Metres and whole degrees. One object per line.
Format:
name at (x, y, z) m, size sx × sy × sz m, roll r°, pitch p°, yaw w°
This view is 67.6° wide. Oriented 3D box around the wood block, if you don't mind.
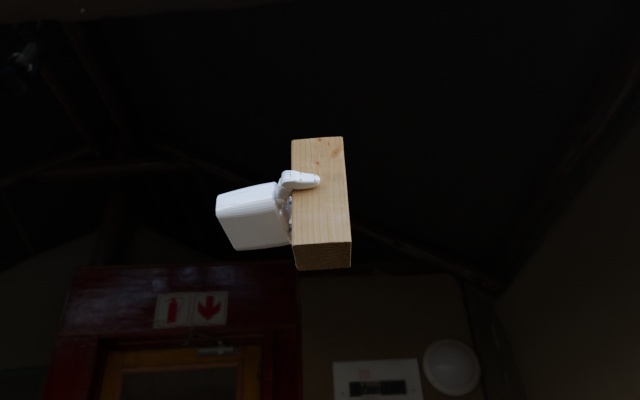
wood block at (0.000, 0.002, 0.798) m, size 0.090 × 0.206 × 0.091 m, roll -4°, pitch -33°, yaw 1°
